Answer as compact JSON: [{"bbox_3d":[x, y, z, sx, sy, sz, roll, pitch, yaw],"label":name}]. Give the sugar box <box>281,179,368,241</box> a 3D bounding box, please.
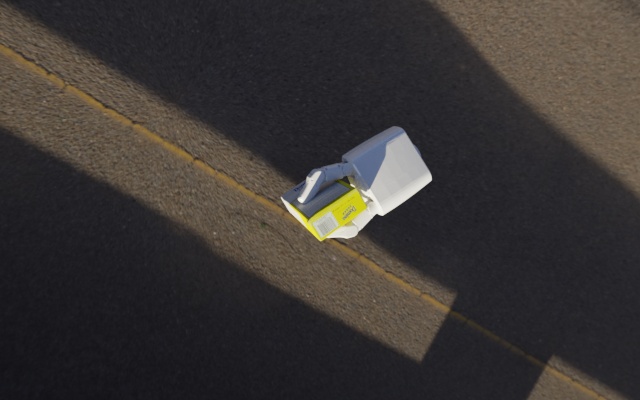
[{"bbox_3d":[0.001,0.003,0.799,0.093,0.048,0.176,-34,18,-8],"label":"sugar box"}]
